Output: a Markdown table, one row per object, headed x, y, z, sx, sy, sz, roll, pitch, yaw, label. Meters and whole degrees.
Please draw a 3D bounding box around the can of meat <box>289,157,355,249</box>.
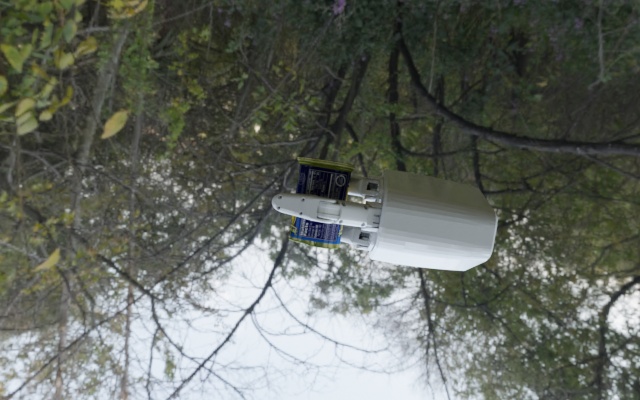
| x | y | z | sx | sy | sz | roll | pitch | yaw | label |
| --- | --- | --- | --- | --- | --- | --- | --- | --- | --- |
| 0.000 | 0.002 | 0.501 | 0.057 | 0.084 | 0.102 | 9 | 2 | 0 | can of meat |
